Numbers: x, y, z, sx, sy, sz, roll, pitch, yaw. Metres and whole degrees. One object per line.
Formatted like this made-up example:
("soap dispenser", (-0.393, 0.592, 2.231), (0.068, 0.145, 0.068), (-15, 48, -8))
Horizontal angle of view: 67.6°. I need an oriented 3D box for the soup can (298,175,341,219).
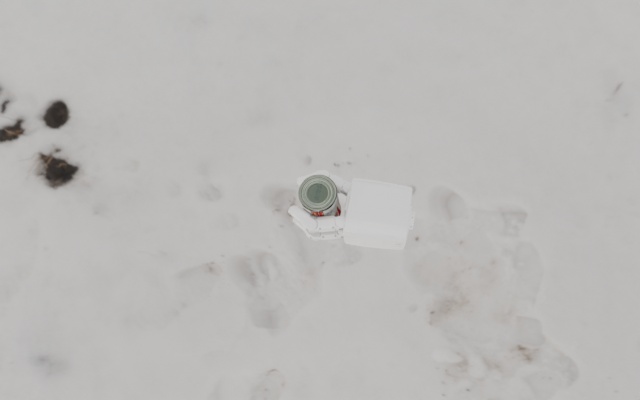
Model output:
("soup can", (0.000, 0.003, 0.844), (0.068, 0.068, 0.102), (0, -18, 6))
